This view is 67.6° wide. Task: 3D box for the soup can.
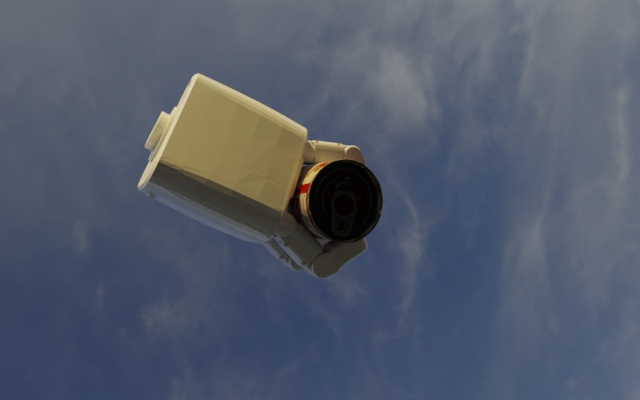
[{"bbox_3d":[0.000,0.002,0.429,0.068,0.068,0.102,0,-1,-25],"label":"soup can"}]
